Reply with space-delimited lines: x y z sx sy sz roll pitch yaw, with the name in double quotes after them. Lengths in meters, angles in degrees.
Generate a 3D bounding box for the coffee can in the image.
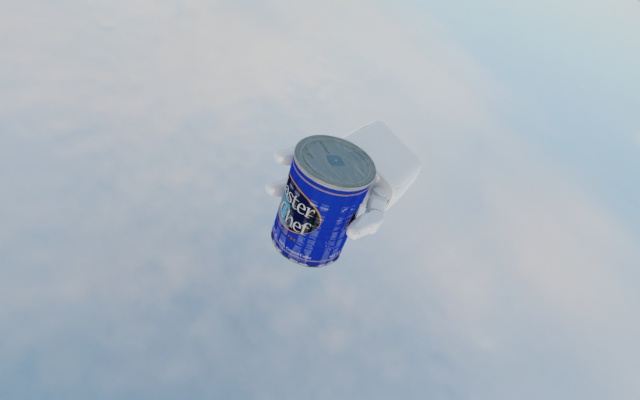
0.000 0.002 0.616 0.103 0.140 0.102 12 39 -10 "coffee can"
